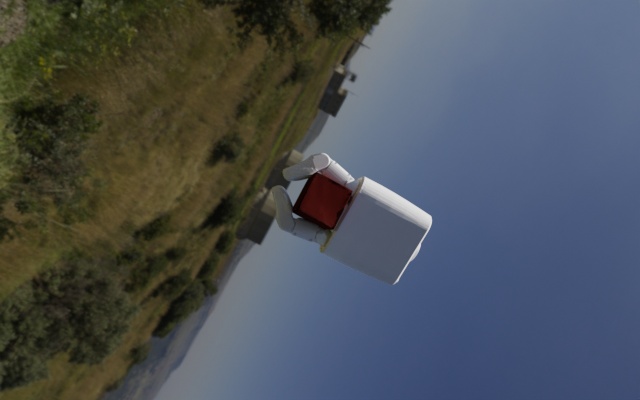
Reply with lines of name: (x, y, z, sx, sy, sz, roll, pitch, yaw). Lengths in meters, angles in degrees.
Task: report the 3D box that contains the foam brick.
foam brick: (0.000, 0.002, 0.592, 0.051, 0.053, 0.078, 28, -6, -6)
